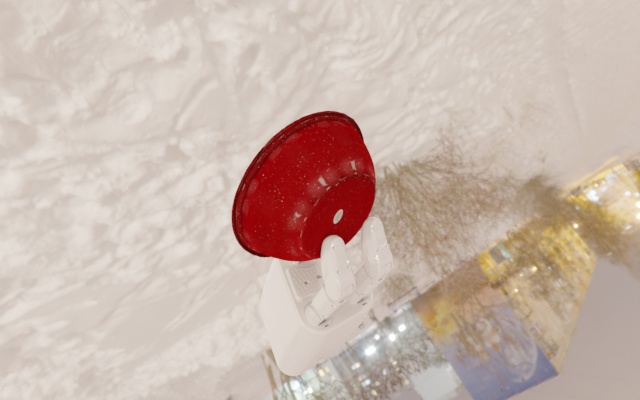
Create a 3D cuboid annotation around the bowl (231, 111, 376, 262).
[{"bbox_3d":[0.000,0.001,0.442,0.055,0.162,0.162,39,24,34],"label":"bowl"}]
